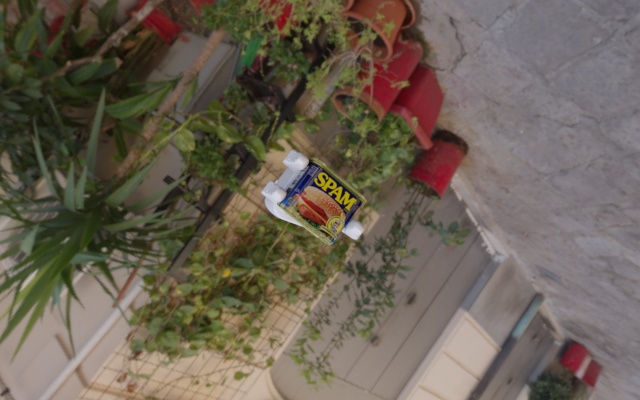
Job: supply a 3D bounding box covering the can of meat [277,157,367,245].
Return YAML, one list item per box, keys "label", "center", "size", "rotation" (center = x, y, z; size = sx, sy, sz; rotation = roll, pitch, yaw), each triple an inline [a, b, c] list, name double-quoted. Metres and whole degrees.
- label: "can of meat"
  center: [0.000, 0.003, 0.680]
  size: [0.102, 0.084, 0.057]
  rotation: [39, -7, -19]
